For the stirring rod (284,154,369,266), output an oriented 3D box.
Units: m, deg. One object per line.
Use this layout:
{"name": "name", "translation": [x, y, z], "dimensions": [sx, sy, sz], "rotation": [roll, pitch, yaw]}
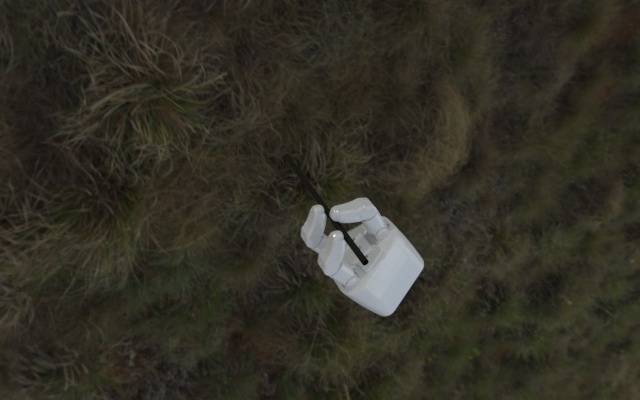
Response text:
{"name": "stirring rod", "translation": [0.000, 0.002, 0.620], "dimensions": [0.011, 0.011, 0.239], "rotation": [0, 34, -31]}
